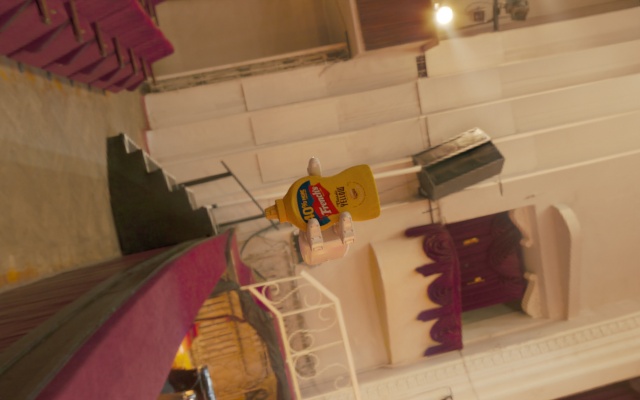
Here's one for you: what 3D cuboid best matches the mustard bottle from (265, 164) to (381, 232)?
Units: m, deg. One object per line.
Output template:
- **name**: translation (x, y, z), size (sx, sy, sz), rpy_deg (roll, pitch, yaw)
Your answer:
- **mustard bottle**: translation (0.000, 0.003, 0.814), size (0.191, 0.096, 0.058), rpy_deg (-12, -2, -7)
